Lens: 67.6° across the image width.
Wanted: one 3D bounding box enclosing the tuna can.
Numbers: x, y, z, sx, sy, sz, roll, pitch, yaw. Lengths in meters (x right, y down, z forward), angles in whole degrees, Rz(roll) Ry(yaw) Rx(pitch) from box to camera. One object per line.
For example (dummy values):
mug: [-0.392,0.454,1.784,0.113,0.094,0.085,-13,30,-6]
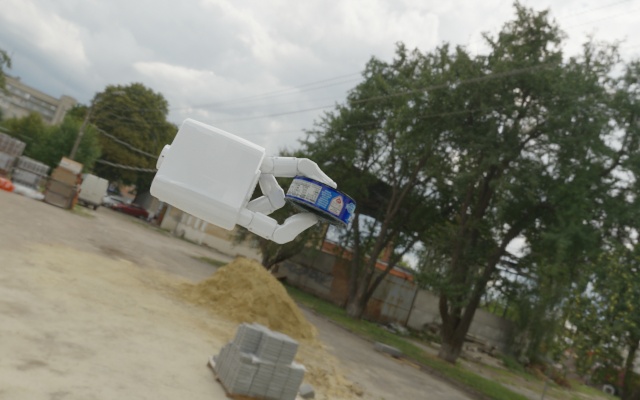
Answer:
tuna can: [0.000,0.001,0.592,0.086,0.033,0.086,24,-8,4]
